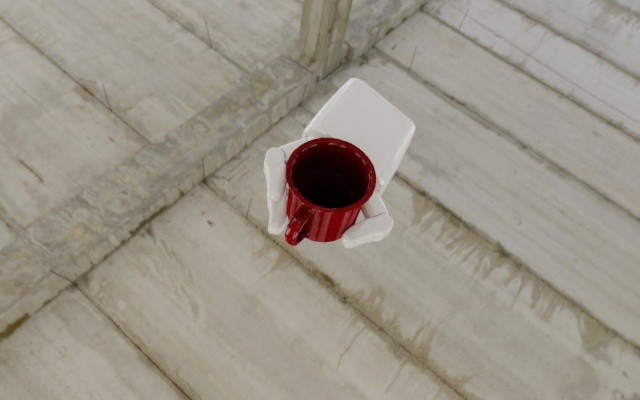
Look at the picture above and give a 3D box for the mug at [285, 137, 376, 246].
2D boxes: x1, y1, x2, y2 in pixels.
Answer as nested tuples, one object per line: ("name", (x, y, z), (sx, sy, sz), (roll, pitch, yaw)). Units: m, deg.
("mug", (-0.001, 0.003, 0.509), (0.093, 0.117, 0.081), (30, -31, 10))
